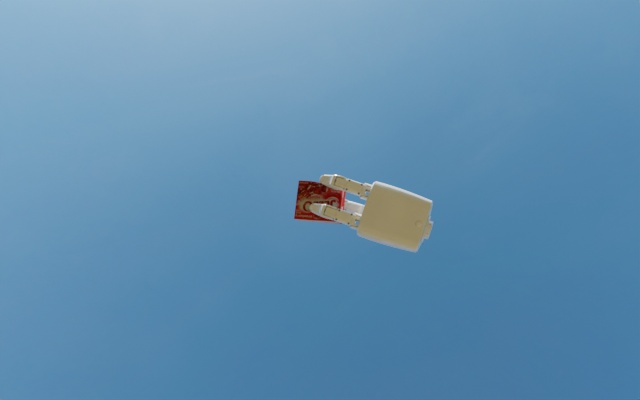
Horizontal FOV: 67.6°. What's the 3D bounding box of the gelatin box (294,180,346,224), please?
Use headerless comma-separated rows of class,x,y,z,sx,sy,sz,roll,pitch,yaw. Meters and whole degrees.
gelatin box,0.000,0.003,0.876,0.089,0.073,0.030,4,-9,19
